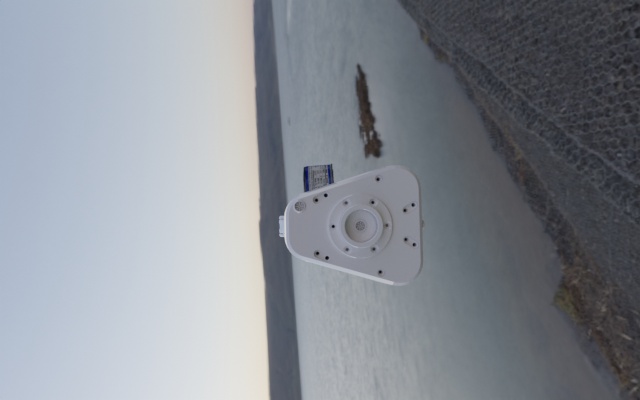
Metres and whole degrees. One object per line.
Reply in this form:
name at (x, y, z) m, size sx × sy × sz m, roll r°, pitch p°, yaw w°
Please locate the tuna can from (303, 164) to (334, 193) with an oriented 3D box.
tuna can at (0.000, 0.002, 0.546) m, size 0.034 × 0.086 × 0.086 m, roll -4°, pitch 0°, yaw 1°
